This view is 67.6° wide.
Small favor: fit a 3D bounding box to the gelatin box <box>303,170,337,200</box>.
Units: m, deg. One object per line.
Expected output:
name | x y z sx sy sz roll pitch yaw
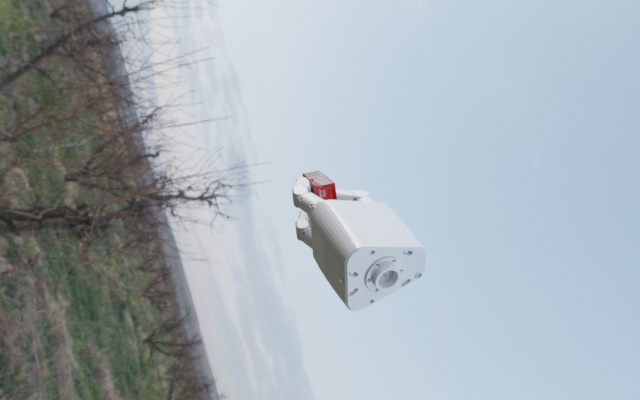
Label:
gelatin box | 0.000 0.002 0.689 0.030 0.073 0.089 -11 18 -12
